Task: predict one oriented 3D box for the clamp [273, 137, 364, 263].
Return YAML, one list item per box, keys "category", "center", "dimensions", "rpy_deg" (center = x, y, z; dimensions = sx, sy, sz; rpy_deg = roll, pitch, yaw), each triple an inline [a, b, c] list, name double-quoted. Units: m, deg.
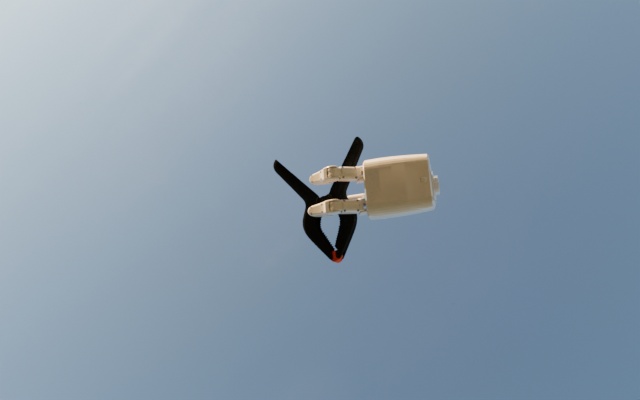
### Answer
- category: "clamp"
  center: [0.001, 0.003, 0.815]
  dimensions: [0.164, 0.210, 0.036]
  rpy_deg: [-8, -14, 17]
